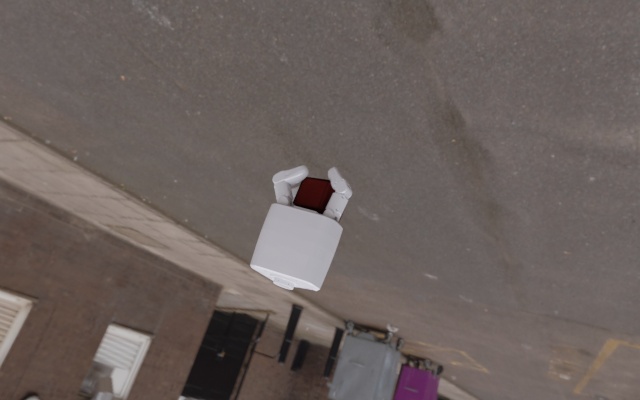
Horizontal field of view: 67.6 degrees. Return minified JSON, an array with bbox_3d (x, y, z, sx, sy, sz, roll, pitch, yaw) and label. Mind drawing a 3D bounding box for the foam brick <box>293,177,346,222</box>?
[{"bbox_3d":[0.000,0.003,0.789,0.053,0.051,0.078,9,-21,32],"label":"foam brick"}]
